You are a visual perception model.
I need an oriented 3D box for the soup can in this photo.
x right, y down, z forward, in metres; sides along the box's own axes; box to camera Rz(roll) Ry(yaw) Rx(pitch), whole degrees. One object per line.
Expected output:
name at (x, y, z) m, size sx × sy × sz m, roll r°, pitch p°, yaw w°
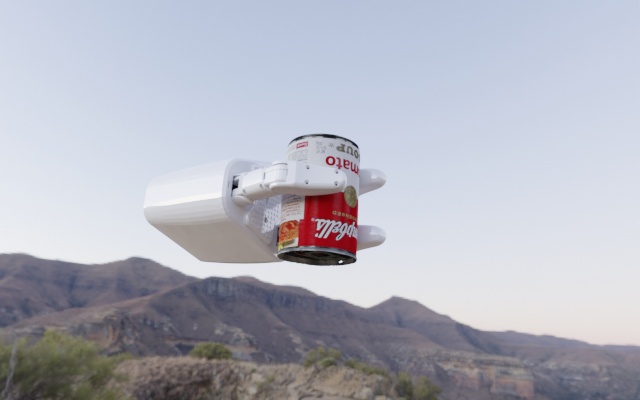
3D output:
soup can at (0.000, 0.001, 0.418) m, size 0.068 × 0.102 × 0.068 m, roll 3°, pitch -18°, yaw 1°
